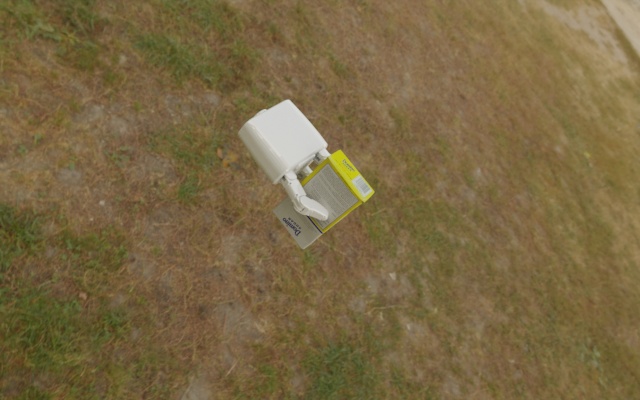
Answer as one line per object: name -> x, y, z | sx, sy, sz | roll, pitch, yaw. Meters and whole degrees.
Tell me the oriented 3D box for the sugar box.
sugar box -> 0.000, 0.002, 0.817 | 0.176, 0.093, 0.048 | -40, -4, 43
